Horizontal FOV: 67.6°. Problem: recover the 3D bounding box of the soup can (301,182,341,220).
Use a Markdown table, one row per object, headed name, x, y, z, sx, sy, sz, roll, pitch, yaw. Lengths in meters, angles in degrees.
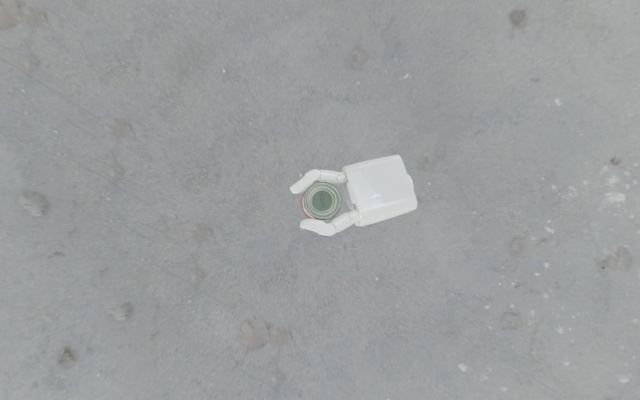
| name | x | y | z | sx | sy | sz | roll | pitch | yaw |
| --- | --- | --- | --- | --- | --- | --- | --- | --- | --- |
| soup can | 0.000 | 0.003 | 0.872 | 0.068 | 0.068 | 0.102 | 0 | -3 | -5 |
